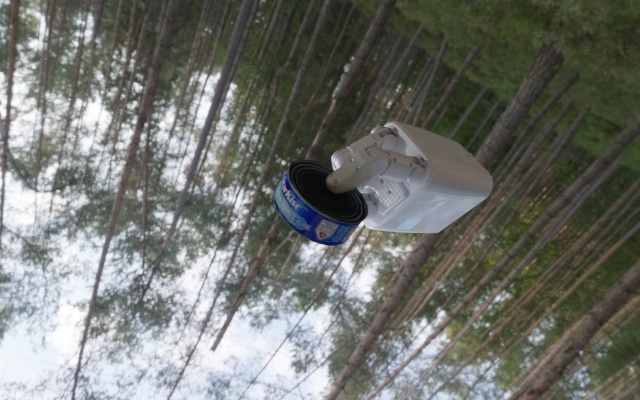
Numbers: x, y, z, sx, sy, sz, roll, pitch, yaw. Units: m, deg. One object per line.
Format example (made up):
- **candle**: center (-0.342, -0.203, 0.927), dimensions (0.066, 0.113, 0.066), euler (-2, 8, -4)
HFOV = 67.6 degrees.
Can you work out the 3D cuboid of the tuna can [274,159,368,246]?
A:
- **tuna can**: center (0.000, 0.002, 0.450), dimensions (0.086, 0.034, 0.086), euler (26, 30, -16)
